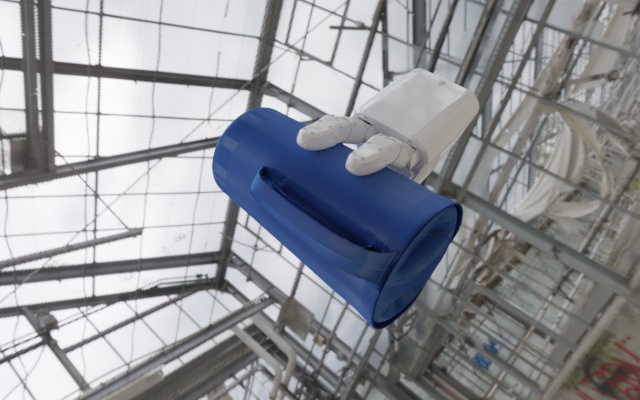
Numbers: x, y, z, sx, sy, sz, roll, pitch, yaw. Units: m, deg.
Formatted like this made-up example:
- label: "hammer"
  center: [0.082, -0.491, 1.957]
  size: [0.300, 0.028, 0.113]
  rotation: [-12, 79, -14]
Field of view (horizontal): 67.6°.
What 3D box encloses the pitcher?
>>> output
- label: "pitcher"
  center: [0.000, 0.001, 0.467]
  size: [0.242, 0.149, 0.145]
  rotation: [34, 60, 28]
